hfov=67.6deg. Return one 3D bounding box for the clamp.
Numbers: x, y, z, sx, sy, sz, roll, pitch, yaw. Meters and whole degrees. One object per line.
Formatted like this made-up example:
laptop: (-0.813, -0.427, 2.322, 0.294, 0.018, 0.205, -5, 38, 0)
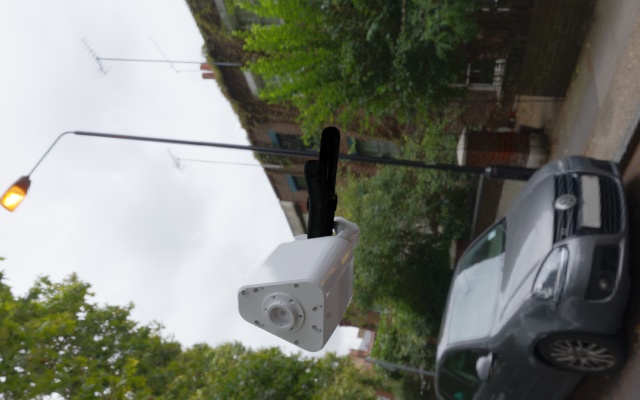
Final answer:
clamp: (0.000, 0.002, 0.597, 0.039, 0.171, 0.120, 7, 21, 16)
